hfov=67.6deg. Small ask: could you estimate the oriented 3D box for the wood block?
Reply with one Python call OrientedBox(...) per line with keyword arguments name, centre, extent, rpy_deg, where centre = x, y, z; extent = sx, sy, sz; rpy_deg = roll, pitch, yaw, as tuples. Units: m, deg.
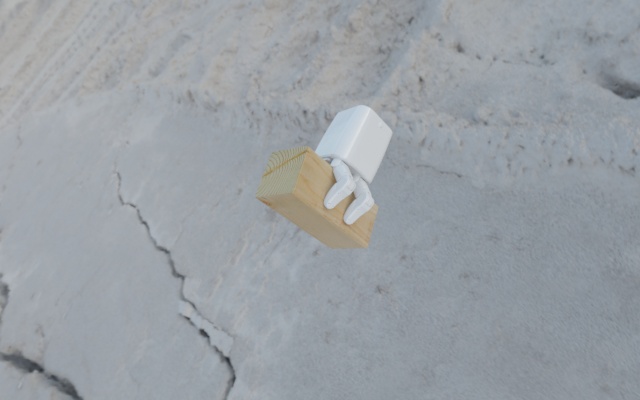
OrientedBox(name="wood block", centre=(0.000, 0.002, 0.828), extent=(0.091, 0.090, 0.206), rpy_deg=(-5, -32, 43))
